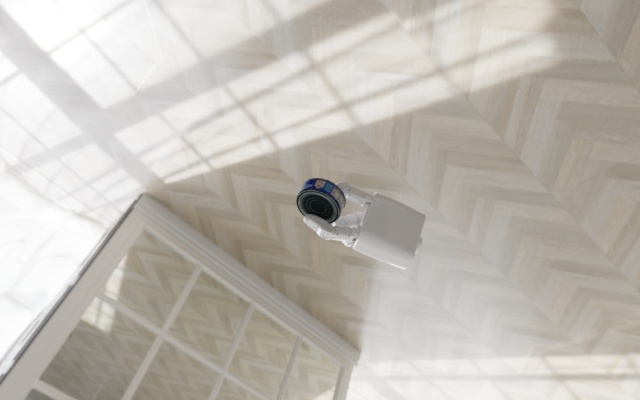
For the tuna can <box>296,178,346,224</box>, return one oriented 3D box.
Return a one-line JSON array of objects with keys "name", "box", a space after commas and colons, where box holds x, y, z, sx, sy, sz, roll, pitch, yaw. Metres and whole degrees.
[{"name": "tuna can", "box": [0.000, 0.003, 0.857, 0.086, 0.086, 0.033, 0, 40, 27]}]
